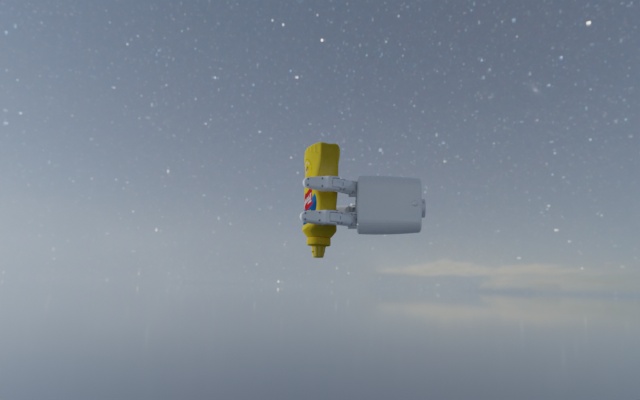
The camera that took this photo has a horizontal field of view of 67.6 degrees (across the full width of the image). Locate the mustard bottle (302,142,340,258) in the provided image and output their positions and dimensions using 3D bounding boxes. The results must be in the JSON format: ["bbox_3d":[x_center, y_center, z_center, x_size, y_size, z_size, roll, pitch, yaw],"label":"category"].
[{"bbox_3d":[0.000,0.002,0.826,0.058,0.191,0.096,5,-11,-17],"label":"mustard bottle"}]
